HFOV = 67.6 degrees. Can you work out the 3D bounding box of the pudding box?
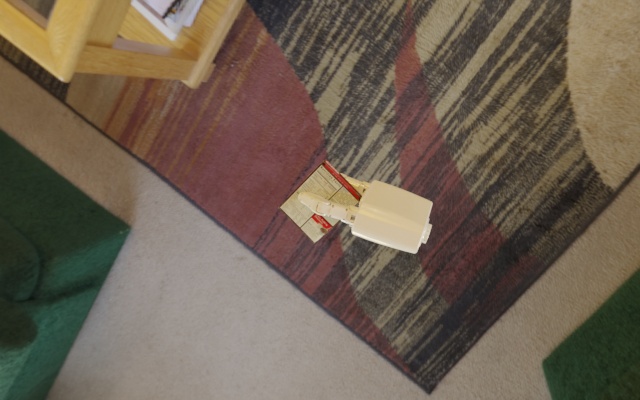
[{"bbox_3d":[0.000,0.003,0.790,0.113,0.090,0.039,-44,-1,19],"label":"pudding box"}]
